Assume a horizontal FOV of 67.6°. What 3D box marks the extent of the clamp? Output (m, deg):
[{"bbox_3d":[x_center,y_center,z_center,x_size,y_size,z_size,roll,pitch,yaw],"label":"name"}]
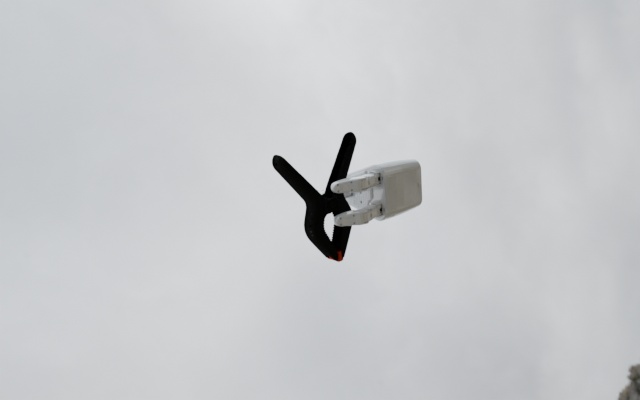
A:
[{"bbox_3d":[0.000,0.003,0.770,0.164,0.210,0.036,-14,15,-36],"label":"clamp"}]
